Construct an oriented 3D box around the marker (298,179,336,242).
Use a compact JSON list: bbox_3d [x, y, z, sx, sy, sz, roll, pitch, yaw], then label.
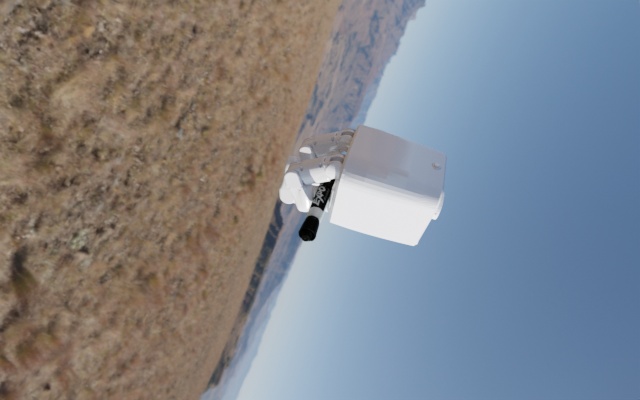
[{"bbox_3d":[0.000,0.002,0.531,0.020,0.020,0.121,0,38,19],"label":"marker"}]
